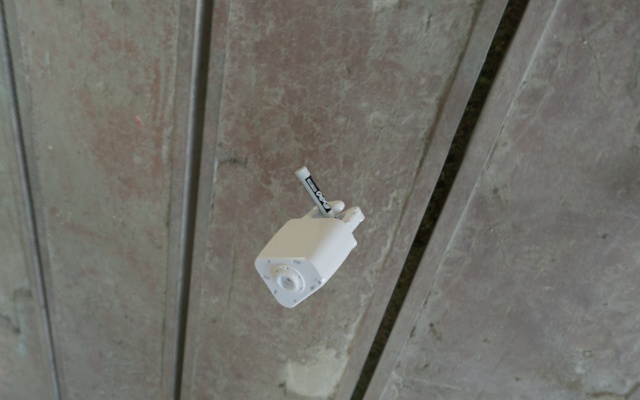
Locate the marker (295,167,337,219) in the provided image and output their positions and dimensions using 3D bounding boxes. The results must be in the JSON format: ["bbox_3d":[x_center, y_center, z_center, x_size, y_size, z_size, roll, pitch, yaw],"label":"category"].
[{"bbox_3d":[0.000,0.002,0.744,0.020,0.121,0.020,-31,12,8],"label":"marker"}]
